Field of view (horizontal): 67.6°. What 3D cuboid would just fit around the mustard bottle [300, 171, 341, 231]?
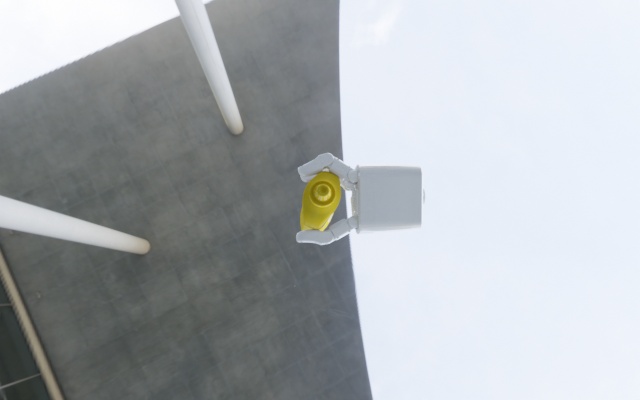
[{"bbox_3d":[0.000,0.003,0.793,0.058,0.096,0.192,23,-11,1],"label":"mustard bottle"}]
